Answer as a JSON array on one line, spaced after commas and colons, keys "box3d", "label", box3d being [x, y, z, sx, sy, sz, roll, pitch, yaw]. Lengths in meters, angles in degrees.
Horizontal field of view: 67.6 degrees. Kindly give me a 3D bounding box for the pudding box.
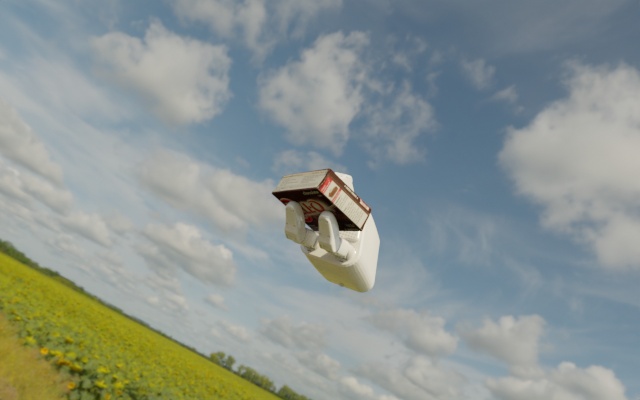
[{"box3d": [0.000, 0.002, 0.641, 0.090, 0.039, 0.113, 42, -27, -26], "label": "pudding box"}]
